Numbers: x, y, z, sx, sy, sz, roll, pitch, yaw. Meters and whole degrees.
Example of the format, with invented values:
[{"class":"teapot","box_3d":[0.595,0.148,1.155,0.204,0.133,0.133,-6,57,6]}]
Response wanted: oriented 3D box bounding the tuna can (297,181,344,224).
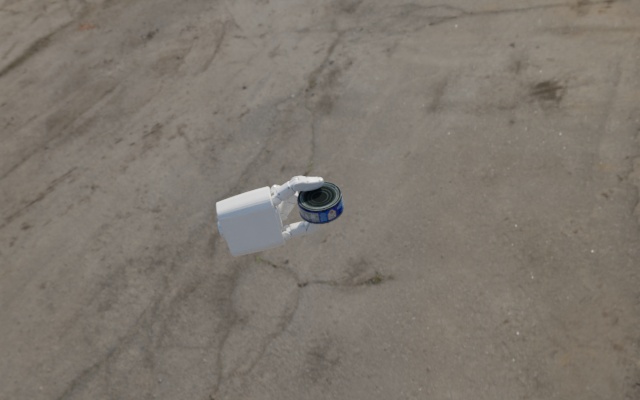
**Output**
[{"class":"tuna can","box_3d":[0.000,0.002,0.890,0.086,0.034,0.086,-6,41,5]}]
